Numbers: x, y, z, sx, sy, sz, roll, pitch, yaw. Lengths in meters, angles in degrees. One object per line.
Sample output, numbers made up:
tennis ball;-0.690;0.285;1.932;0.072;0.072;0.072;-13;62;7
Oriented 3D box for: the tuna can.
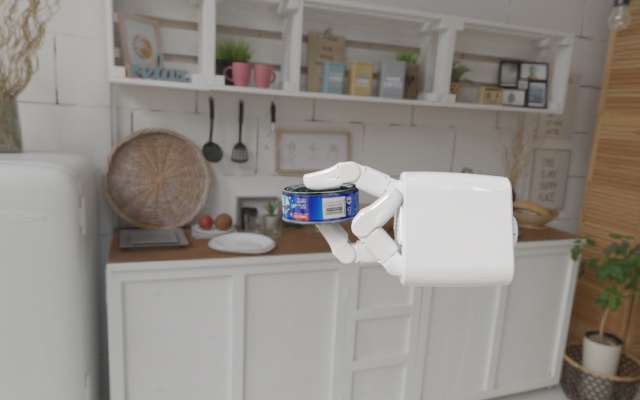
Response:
tuna can;0.000;0.001;0.527;0.086;0.034;0.086;-3;9;0
